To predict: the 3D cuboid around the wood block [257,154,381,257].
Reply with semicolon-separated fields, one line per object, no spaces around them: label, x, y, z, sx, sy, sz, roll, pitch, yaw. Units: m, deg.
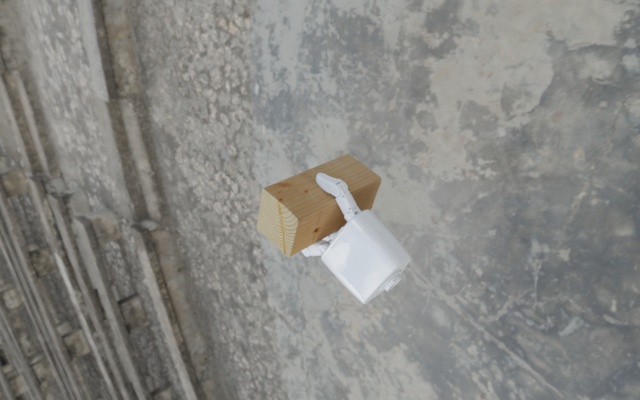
wood block;0.000;0.003;0.837;0.206;0.091;0.090;-25;54;-39
